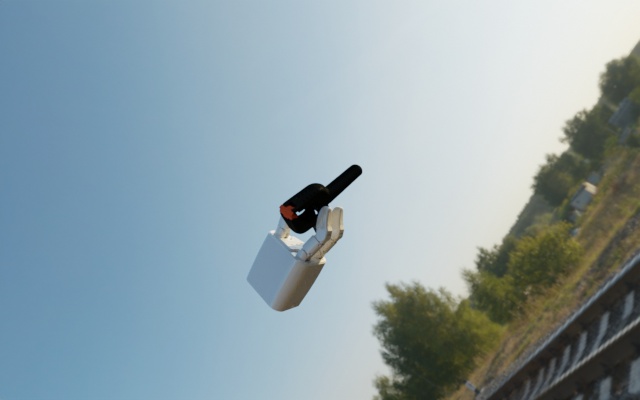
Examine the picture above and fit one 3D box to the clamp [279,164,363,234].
[{"bbox_3d":[-0.001,0.003,0.837,0.036,0.164,0.210,32,12,23],"label":"clamp"}]
